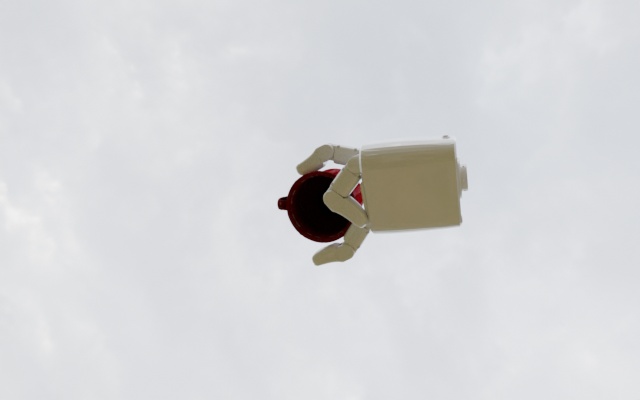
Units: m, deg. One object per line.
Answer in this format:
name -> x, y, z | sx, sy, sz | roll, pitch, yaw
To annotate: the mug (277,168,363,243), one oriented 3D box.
mug -> -0.001, 0.002, 0.642 | 0.117, 0.093, 0.081 | -3, 10, 17
